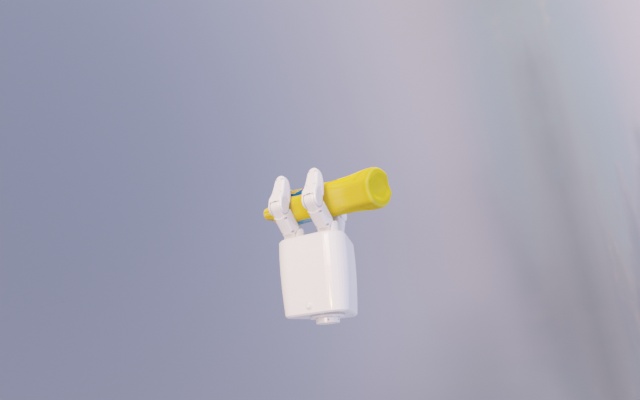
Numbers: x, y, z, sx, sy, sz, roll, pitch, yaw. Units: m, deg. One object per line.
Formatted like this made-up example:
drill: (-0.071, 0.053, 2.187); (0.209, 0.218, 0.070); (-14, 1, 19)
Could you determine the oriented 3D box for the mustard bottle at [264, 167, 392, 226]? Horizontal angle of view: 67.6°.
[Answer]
mustard bottle: (0.000, 0.002, 0.694); (0.191, 0.058, 0.096); (-14, 3, 26)
